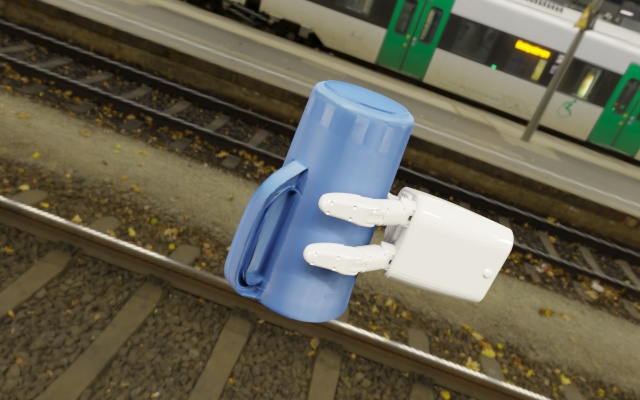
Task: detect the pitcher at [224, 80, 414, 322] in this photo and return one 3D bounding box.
[{"bbox_3d":[0.000,0.002,0.515,0.145,0.243,0.149,19,23,-3],"label":"pitcher"}]
